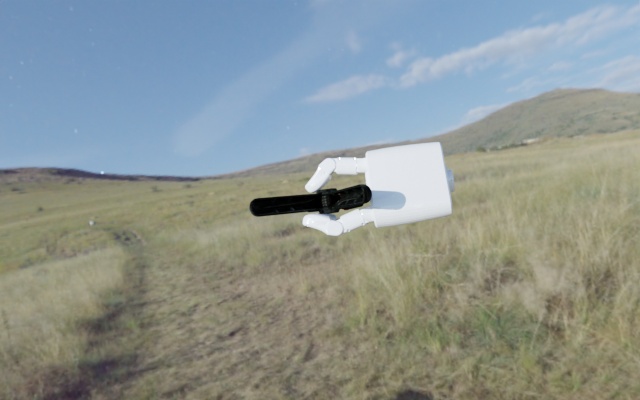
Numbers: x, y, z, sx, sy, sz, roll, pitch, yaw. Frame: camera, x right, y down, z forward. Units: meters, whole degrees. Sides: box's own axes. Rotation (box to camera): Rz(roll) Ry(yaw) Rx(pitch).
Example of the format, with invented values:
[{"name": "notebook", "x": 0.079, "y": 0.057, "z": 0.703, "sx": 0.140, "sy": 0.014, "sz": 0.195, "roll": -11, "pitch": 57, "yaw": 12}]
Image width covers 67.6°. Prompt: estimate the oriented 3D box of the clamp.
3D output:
[{"name": "clamp", "x": 0.000, "y": 0.001, "z": 0.697, "sx": 0.164, "sy": 0.036, "sz": 0.210, "roll": -6, "pitch": -2, "yaw": 10}]
